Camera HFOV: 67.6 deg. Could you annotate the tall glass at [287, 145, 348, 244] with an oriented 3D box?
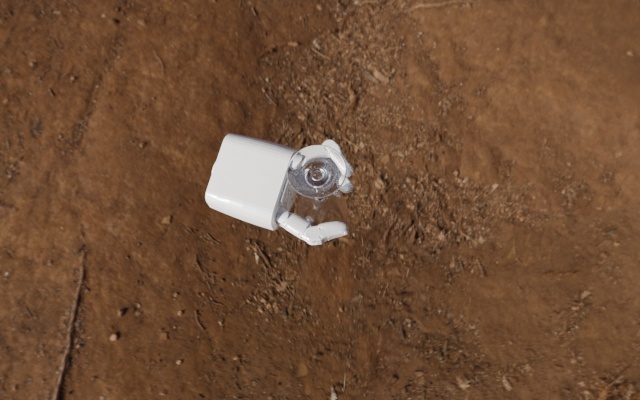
[{"bbox_3d":[0.000,0.002,0.679,0.079,0.079,0.201,0,-23,4],"label":"tall glass"}]
